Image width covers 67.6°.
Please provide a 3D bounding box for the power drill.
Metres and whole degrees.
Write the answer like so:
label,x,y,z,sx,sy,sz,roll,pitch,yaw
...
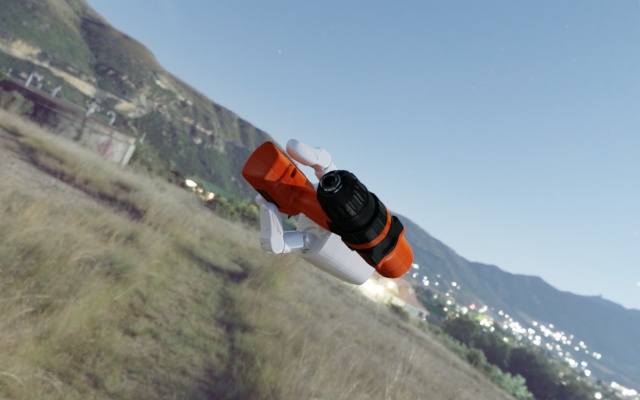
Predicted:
label,x,y,z,sx,sy,sz,roll,pitch,yaw
power drill,0.000,0.002,0.506,0.187,0.057,0.184,32,-12,39
